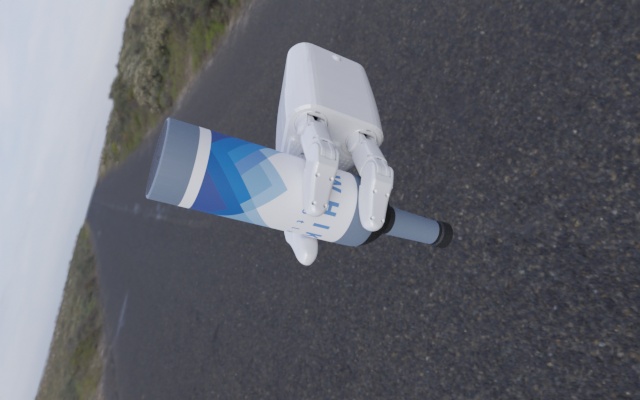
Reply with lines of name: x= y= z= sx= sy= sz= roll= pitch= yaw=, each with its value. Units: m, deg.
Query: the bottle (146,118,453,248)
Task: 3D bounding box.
bottle: x=0.000 y=0.001 z=0.438 sx=0.296 sy=0.069 sz=0.069 roll=15 pitch=-6 yaw=-24
